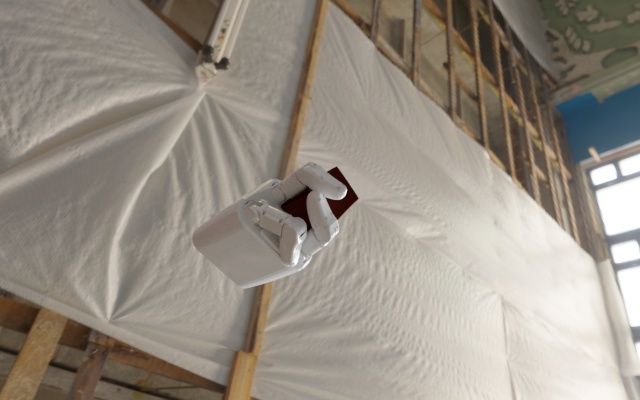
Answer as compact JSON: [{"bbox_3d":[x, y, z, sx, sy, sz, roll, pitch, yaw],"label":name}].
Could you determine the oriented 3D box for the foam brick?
[{"bbox_3d":[0.000,0.002,0.590,0.051,0.053,0.078,-28,8,38],"label":"foam brick"}]
